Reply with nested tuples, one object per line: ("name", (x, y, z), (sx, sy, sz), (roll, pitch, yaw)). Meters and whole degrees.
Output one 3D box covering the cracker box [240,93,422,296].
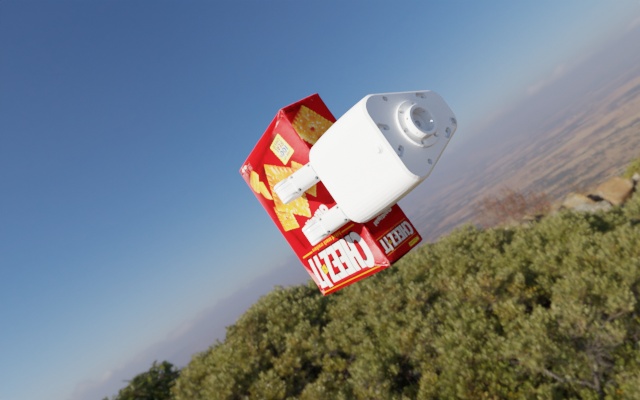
("cracker box", (0.000, 0.002, 0.603), (0.072, 0.213, 0.164), (-32, -5, -35))
